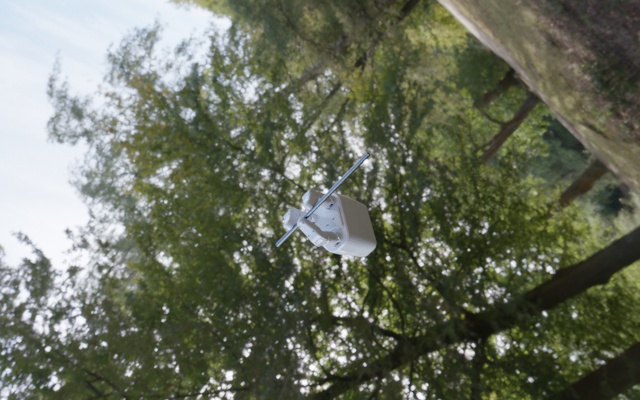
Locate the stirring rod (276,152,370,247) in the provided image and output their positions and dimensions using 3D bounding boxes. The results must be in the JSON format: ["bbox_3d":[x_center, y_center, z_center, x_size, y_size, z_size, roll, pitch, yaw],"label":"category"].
[{"bbox_3d":[0.000,0.003,0.828,0.239,0.011,0.011,-45,-21,22],"label":"stirring rod"}]
